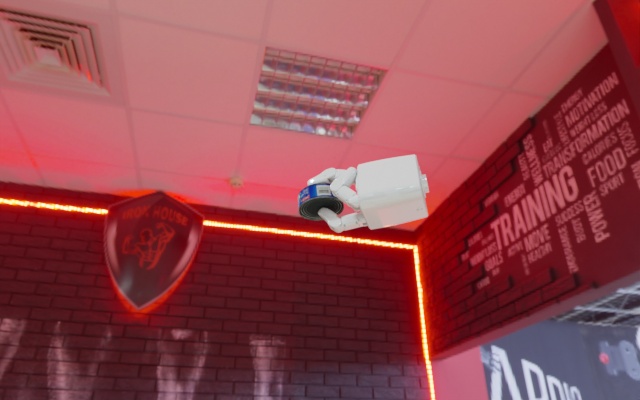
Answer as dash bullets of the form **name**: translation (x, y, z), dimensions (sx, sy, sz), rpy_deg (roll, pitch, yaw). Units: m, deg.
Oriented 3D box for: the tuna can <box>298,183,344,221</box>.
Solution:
- **tuna can**: translation (0.000, 0.002, 0.897), dimensions (0.086, 0.033, 0.086), rpy_deg (-5, -31, -3)
